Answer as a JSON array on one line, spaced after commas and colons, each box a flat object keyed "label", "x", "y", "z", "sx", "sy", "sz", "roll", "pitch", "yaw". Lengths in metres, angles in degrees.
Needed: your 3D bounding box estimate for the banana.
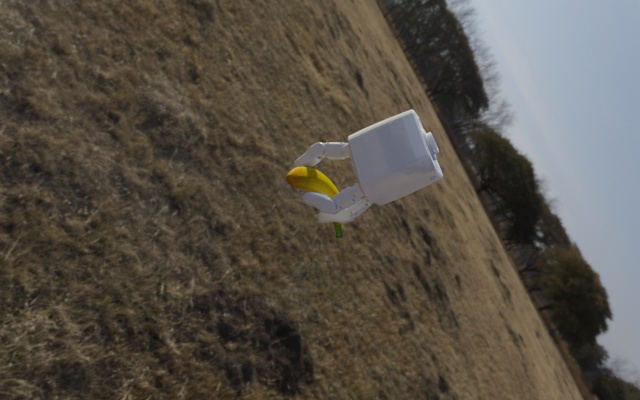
[{"label": "banana", "x": 0.000, "y": -0.011, "z": 0.783, "sx": 0.037, "sy": 0.069, "sz": 0.198, "roll": -19, "pitch": -37, "yaw": 19}]
